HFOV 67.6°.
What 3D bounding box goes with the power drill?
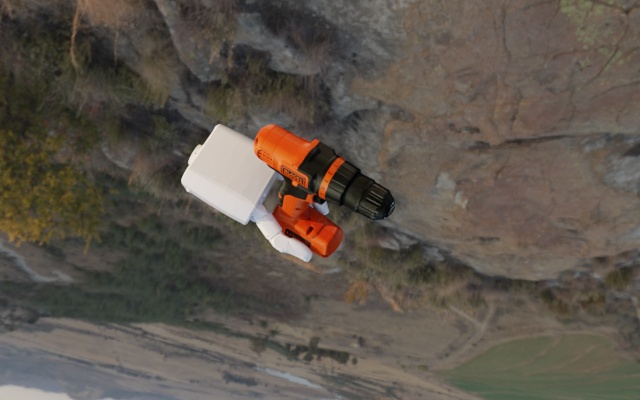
[{"bbox_3d":[0.000,0.002,0.616,0.184,0.057,0.188,32,-30,14],"label":"power drill"}]
